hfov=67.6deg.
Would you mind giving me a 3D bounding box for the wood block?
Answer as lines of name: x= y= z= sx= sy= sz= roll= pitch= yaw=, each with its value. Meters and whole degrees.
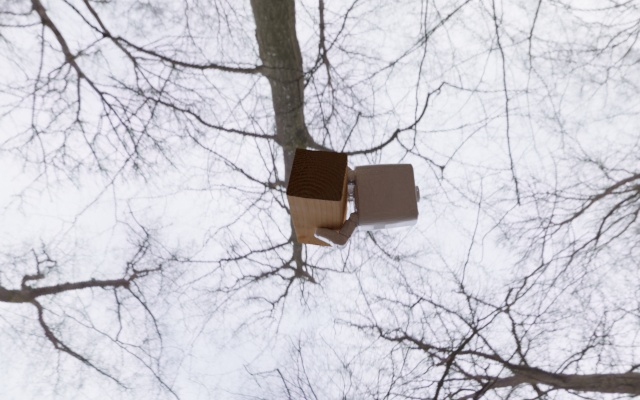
wood block: x=0.000 y=0.003 z=0.853 sx=0.090 sy=0.090 sz=0.206 roll=6 pitch=-26 yaw=7
